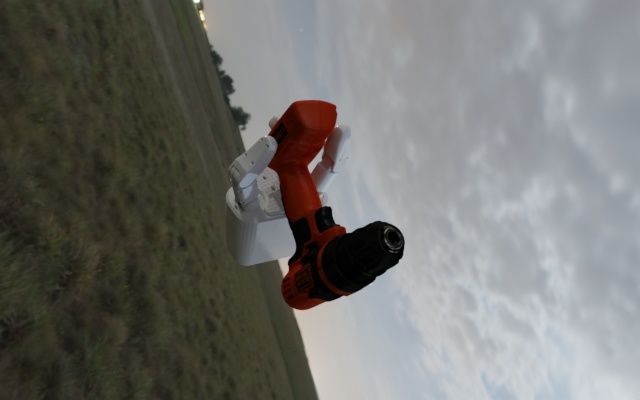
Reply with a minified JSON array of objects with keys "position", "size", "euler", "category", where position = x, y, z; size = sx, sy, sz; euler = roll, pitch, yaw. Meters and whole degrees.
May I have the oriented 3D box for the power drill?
[{"position":[0.000,0.001,0.461],"size":[0.057,0.187,0.184],"euler":[0,-23,-31],"category":"power drill"}]
